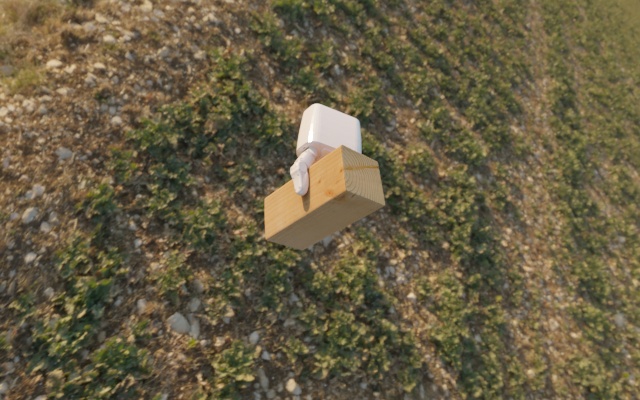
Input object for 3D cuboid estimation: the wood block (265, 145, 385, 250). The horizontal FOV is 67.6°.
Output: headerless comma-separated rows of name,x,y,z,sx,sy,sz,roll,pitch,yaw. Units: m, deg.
wood block,0.000,0.002,0.828,0.091,0.090,0.206,21,-39,-37
